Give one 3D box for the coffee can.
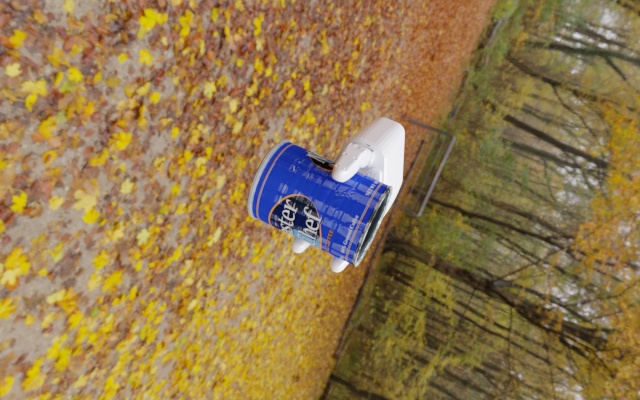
[{"bbox_3d":[0.000,0.002,0.563,0.140,0.103,0.103,25,6,13],"label":"coffee can"}]
